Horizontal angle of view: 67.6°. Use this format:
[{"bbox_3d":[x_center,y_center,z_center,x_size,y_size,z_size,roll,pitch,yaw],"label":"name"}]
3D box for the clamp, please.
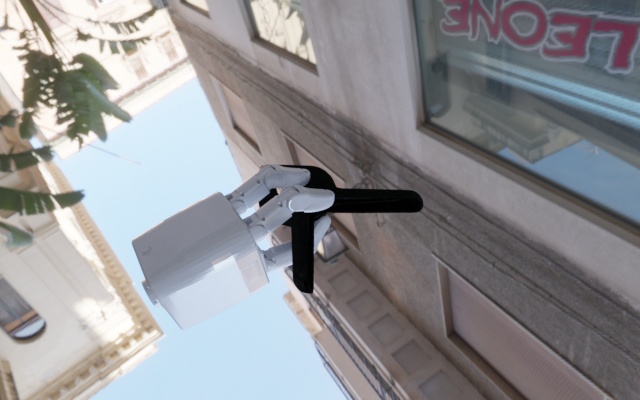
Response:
[{"bbox_3d":[0.000,0.002,0.546,0.164,0.036,0.210,-29,39,-16],"label":"clamp"}]
